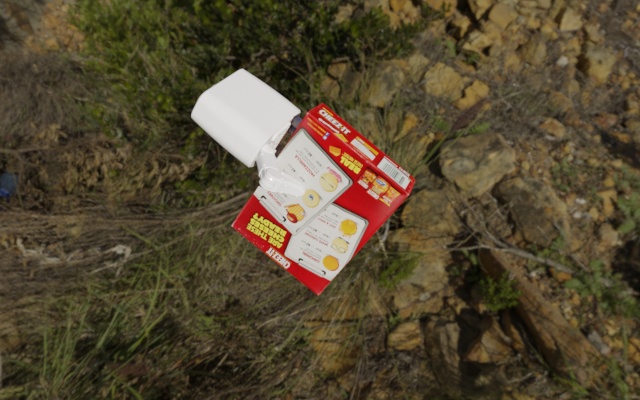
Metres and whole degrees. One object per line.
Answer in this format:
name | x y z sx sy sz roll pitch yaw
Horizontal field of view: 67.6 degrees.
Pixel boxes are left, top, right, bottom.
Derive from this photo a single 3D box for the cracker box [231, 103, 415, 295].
cracker box | 0.000 0.002 0.661 0.164 0.214 0.072 39 30 2
